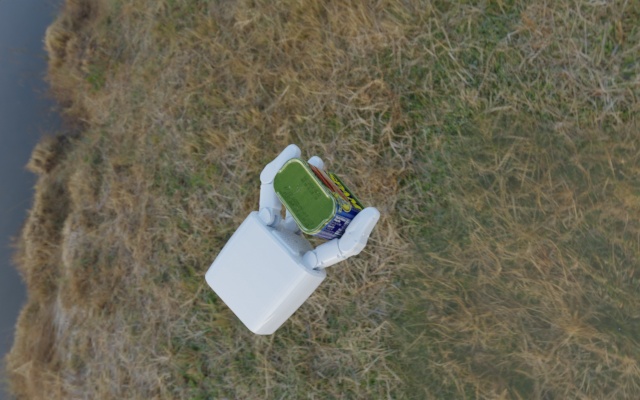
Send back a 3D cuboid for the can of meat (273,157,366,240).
[{"bbox_3d":[0.000,0.002,0.567,0.102,0.057,0.084,51,16,31],"label":"can of meat"}]
